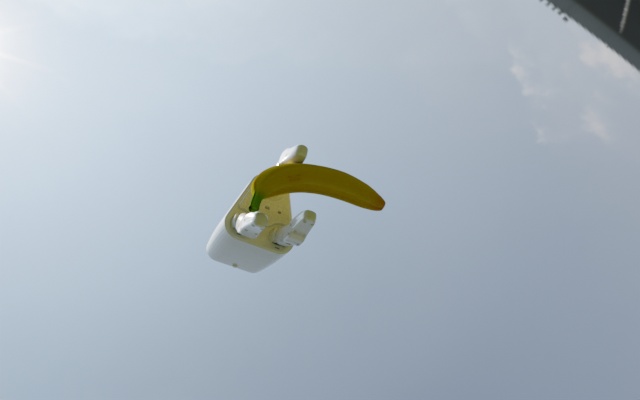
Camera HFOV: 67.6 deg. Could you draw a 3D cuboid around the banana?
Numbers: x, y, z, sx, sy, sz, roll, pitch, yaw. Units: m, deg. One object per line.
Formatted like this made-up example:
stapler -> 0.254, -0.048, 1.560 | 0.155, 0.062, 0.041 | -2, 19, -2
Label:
banana -> -0.007, -0.015, 0.595 | 0.198, 0.069, 0.037 | -1, -25, -32
